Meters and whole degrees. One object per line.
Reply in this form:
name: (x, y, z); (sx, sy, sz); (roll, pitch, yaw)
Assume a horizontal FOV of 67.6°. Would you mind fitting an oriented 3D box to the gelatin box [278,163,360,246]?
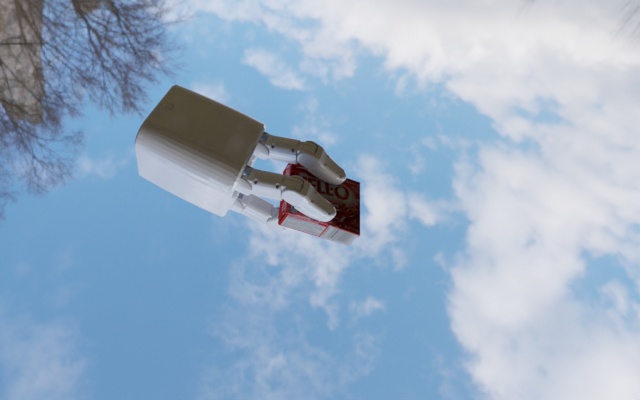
gelatin box: (0.000, 0.002, 0.523); (0.089, 0.073, 0.030); (19, -39, -20)
